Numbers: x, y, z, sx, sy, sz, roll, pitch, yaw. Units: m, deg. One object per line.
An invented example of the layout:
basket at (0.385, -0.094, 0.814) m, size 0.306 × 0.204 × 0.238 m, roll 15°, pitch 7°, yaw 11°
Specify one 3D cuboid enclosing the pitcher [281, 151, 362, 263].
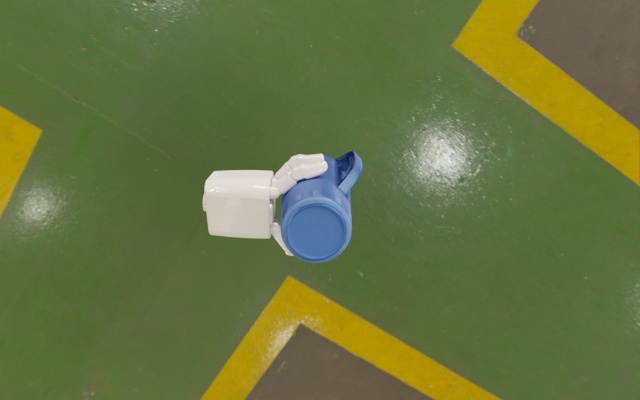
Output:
pitcher at (0.000, 0.003, 0.820) m, size 0.145 × 0.149 × 0.242 m, roll 2°, pitch 18°, yaw -1°
